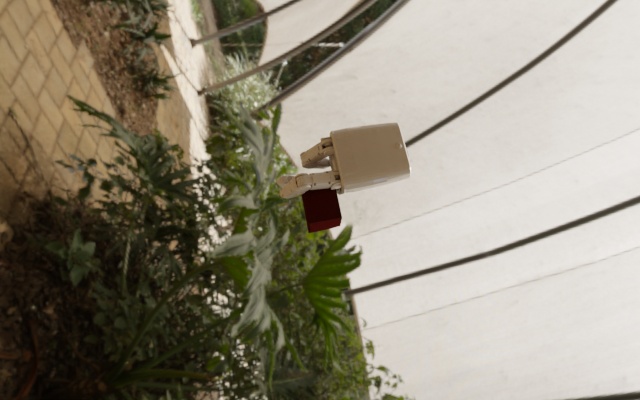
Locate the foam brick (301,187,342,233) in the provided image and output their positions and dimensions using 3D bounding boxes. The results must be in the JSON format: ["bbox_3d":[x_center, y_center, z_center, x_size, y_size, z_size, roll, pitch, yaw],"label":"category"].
[{"bbox_3d":[0.000,0.003,0.728,0.051,0.078,0.053,-9,-18,-5],"label":"foam brick"}]
